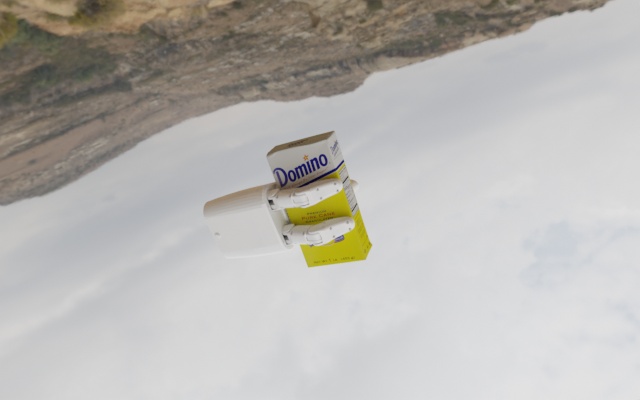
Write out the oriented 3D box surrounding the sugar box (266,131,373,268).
[{"bbox_3d":[0.000,0.002,0.650,0.093,0.176,0.048,-12,22,24],"label":"sugar box"}]
